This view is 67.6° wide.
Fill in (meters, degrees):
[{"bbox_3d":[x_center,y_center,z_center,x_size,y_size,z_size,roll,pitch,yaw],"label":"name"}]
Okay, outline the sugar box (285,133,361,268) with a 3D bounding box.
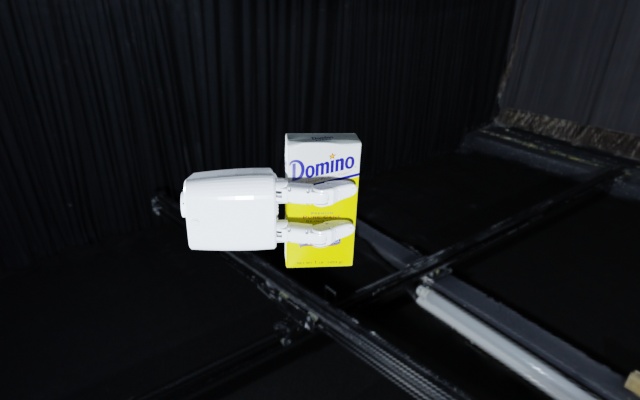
[{"bbox_3d":[0.000,0.002,0.622,0.093,0.176,0.048,-2,27,-7],"label":"sugar box"}]
